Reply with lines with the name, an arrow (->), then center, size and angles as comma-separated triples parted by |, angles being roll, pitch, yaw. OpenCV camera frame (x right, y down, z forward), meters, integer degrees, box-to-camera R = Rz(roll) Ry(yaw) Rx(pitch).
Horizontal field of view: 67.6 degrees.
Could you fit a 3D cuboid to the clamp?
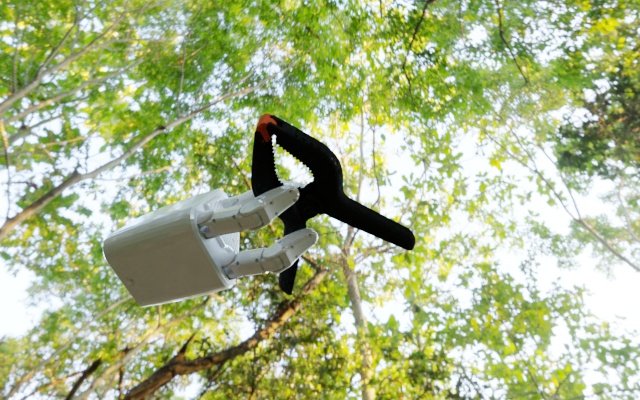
clamp -> 0.000, 0.001, 0.499 | 0.164, 0.210, 0.036 | -17, 29, 9
